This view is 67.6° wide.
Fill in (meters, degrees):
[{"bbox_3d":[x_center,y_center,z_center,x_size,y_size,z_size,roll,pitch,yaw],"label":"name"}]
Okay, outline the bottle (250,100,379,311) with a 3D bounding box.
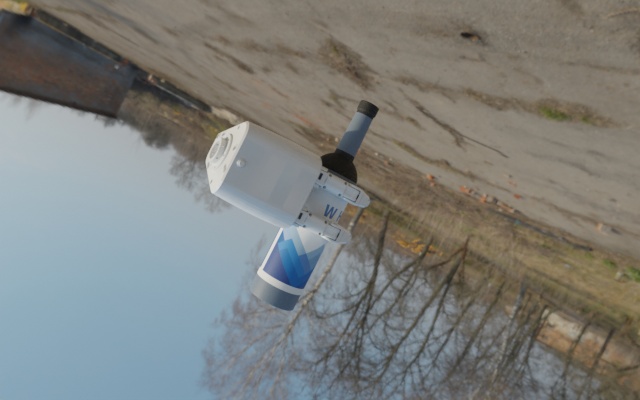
[{"bbox_3d":[0.000,0.002,0.645,0.069,0.295,0.069,27,1,0],"label":"bottle"}]
